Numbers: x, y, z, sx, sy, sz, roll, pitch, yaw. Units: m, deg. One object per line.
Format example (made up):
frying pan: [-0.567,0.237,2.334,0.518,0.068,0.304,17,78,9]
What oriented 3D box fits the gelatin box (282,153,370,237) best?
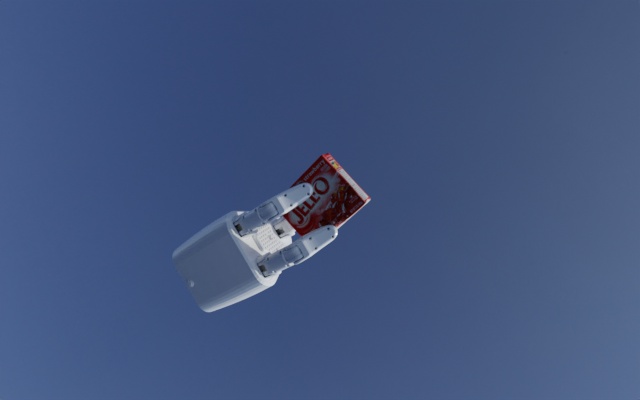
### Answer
gelatin box: [0.000,0.001,0.549,0.089,0.073,0.030,-43,-4,21]
